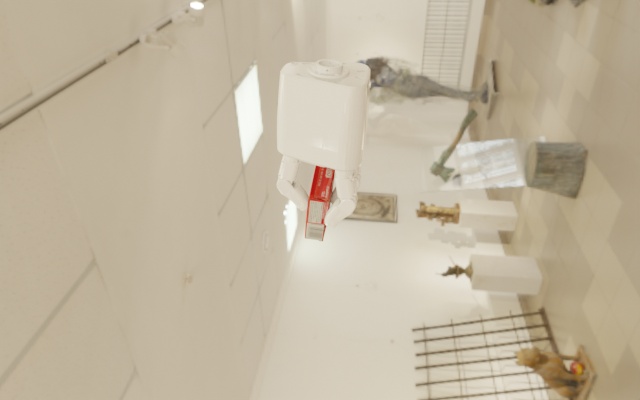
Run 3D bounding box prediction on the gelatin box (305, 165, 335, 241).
[{"bbox_3d":[0.000,0.002,0.678,0.030,0.073,0.089,10,-43,2],"label":"gelatin box"}]
